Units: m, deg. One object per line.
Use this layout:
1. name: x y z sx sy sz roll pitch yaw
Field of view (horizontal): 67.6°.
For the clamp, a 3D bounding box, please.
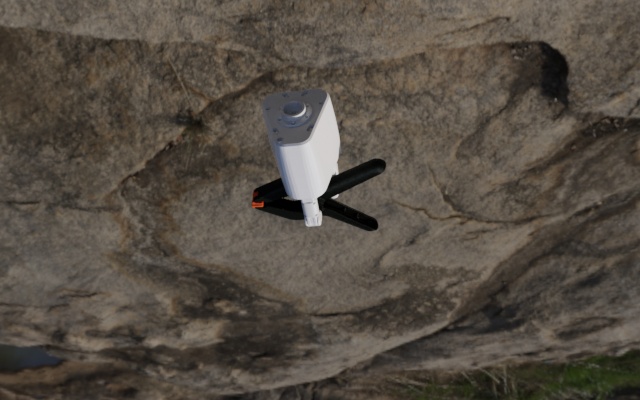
1. clamp: 0.000 0.003 0.750 0.210 0.036 0.165 -5 -39 7
